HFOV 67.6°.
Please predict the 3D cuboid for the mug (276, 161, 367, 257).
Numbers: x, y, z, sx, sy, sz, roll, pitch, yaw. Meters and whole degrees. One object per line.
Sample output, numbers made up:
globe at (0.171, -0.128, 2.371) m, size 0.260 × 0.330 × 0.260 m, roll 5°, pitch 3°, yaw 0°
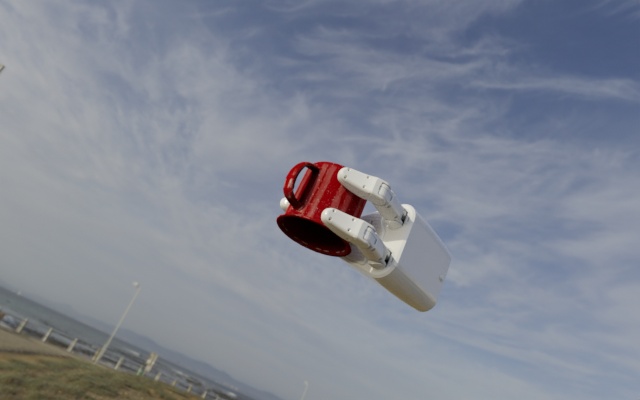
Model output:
mug at (-0.001, 0.001, 0.554) m, size 0.093 × 0.081 × 0.117 m, roll -1°, pitch -35°, yaw 44°
